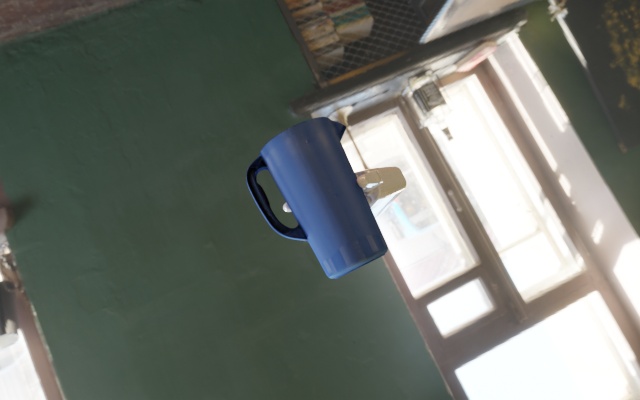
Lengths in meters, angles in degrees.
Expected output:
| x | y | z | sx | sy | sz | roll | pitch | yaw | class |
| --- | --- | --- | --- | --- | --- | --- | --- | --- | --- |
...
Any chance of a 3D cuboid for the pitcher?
| x | y | z | sx | sy | sz | roll | pitch | yaw | class |
| --- | --- | --- | --- | --- | --- | --- | --- | --- | --- |
| 0.000 | 0.002 | 0.774 | 0.149 | 0.243 | 0.145 | -33 | -11 | 36 | pitcher |
